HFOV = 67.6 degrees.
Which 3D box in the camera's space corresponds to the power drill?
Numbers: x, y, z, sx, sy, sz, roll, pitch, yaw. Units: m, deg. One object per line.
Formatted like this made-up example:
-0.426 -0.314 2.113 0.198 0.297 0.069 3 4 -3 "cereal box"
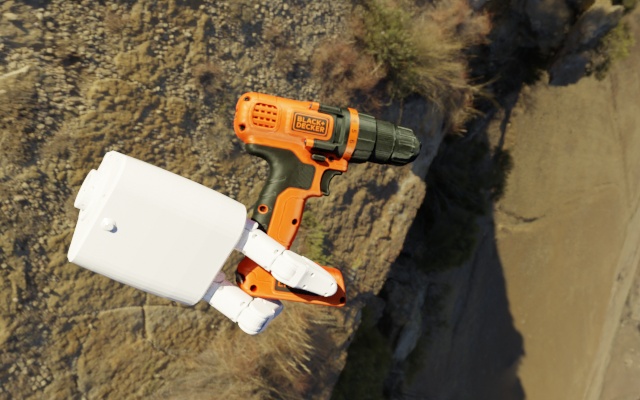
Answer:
0.000 0.002 0.456 0.184 0.187 0.057 9 -3 -12 "power drill"
